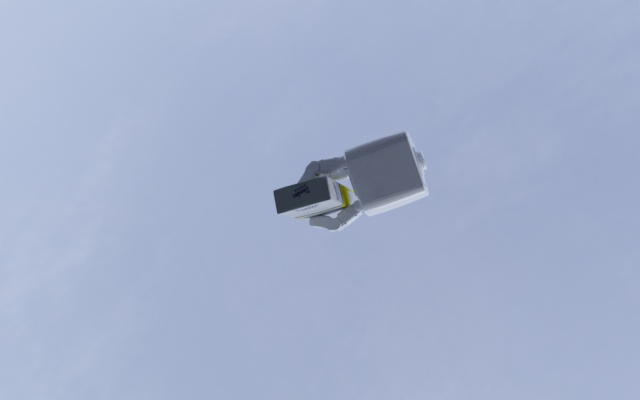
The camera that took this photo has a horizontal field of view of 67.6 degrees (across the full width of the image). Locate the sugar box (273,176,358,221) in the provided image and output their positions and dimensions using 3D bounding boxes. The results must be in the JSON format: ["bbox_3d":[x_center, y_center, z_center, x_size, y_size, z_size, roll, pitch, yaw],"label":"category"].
[{"bbox_3d":[0.000,0.002,0.804,0.093,0.048,0.176,-15,-15,17],"label":"sugar box"}]
